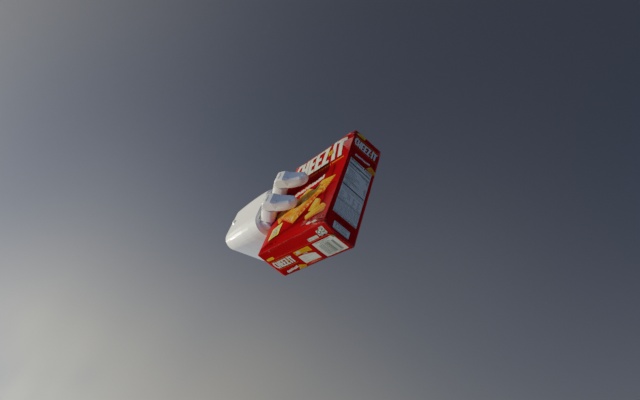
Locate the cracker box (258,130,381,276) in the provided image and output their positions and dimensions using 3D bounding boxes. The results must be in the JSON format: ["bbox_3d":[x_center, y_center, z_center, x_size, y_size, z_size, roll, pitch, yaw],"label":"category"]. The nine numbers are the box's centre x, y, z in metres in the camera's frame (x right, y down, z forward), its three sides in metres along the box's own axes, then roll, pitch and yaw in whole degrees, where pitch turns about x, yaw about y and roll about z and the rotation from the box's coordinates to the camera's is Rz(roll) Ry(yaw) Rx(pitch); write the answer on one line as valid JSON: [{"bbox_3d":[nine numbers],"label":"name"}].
[{"bbox_3d":[0.000,0.003,0.788,0.072,0.213,0.164,40,-45,-22],"label":"cracker box"}]
